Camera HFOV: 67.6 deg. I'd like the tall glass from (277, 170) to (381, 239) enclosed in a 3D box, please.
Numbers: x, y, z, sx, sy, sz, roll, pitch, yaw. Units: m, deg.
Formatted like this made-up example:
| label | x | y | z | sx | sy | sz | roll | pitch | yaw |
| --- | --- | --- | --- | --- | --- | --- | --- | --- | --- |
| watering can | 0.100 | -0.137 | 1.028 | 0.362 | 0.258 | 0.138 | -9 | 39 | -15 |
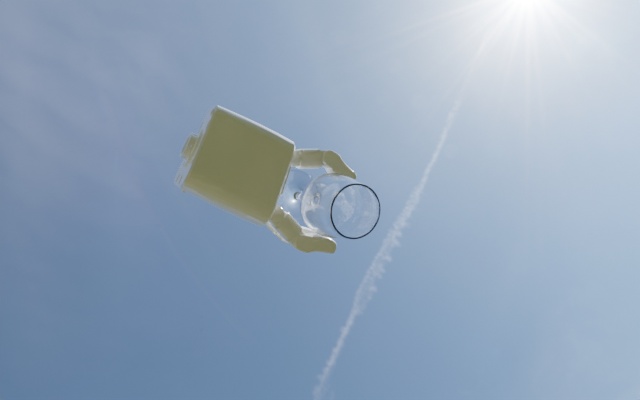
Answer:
| label | x | y | z | sx | sy | sz | roll | pitch | yaw |
| --- | --- | --- | --- | --- | --- | --- | --- | --- | --- |
| tall glass | 0.000 | 0.002 | 0.610 | 0.079 | 0.079 | 0.201 | 0 | 6 | -23 |
